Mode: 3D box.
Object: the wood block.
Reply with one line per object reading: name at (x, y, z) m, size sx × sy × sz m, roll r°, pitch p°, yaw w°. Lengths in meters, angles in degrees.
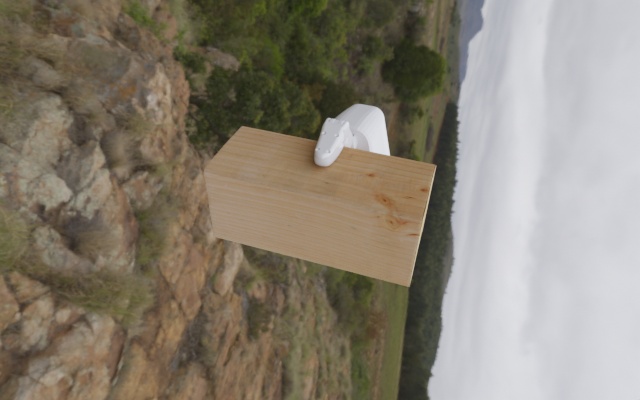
wood block at (0.000, 0.001, 0.479) m, size 0.206 × 0.091 × 0.090 m, roll 12°, pitch 40°, yaw 13°
